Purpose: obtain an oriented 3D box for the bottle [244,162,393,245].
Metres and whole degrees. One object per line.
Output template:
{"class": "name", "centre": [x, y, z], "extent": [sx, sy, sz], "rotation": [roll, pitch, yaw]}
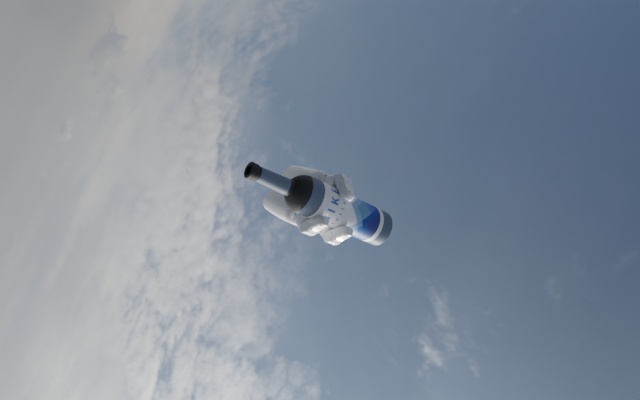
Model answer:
{"class": "bottle", "centre": [0.000, 0.003, 0.819], "extent": [0.296, 0.069, 0.069], "rotation": [24, -14, -34]}
